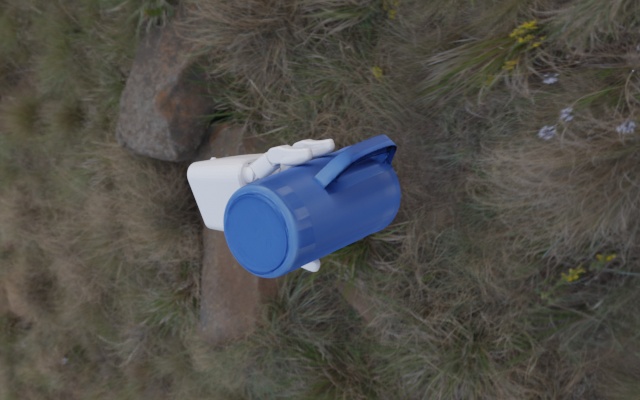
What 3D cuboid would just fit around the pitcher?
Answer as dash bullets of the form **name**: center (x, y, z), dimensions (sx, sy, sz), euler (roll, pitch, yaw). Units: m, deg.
- **pitcher**: center (0.000, 0.002, 0.610), dimensions (0.145, 0.149, 0.243), euler (1, 14, 34)
